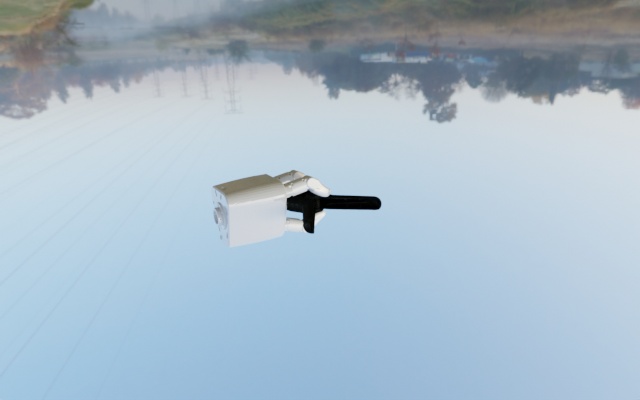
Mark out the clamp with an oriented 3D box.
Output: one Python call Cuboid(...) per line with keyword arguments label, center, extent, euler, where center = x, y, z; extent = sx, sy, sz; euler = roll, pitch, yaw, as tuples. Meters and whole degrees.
Cuboid(label="clamp", center=(0.000, 0.004, 0.899), extent=(0.164, 0.036, 0.210), euler=(-14, 21, -27))
